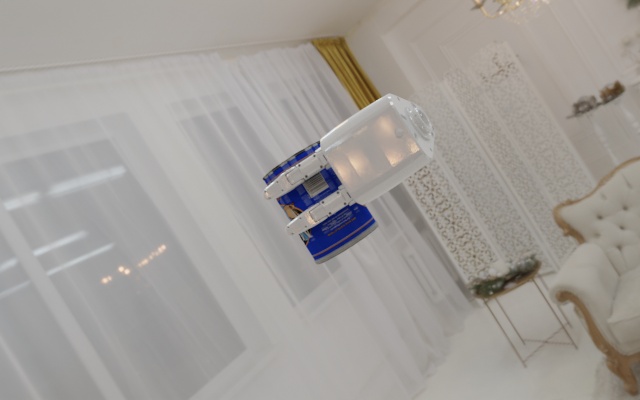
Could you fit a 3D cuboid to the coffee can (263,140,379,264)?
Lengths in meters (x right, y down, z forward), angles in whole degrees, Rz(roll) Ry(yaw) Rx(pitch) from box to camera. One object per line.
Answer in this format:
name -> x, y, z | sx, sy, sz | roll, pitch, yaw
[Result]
coffee can -> 0.000, 0.002, 0.662 | 0.103, 0.140, 0.103 | -33, 0, 0
